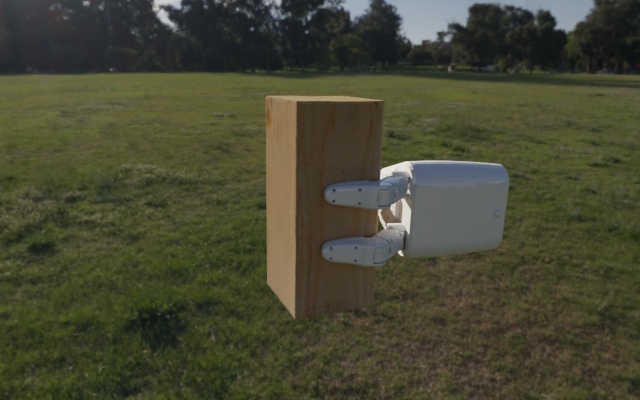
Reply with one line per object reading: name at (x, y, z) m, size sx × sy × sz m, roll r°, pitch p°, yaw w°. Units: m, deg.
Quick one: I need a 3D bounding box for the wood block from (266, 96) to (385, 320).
wood block at (0.000, 0.001, 0.484) m, size 0.090 × 0.206 × 0.090 m, roll -5°, pitch 17°, yaw -23°
